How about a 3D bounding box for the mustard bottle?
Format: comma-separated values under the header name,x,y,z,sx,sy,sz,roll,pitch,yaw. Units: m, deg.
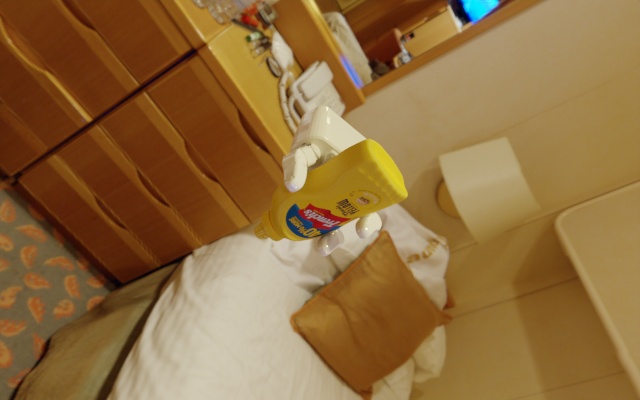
name,x,y,z,sx,sy,sz,roll,pitch,yaw
mustard bottle,0.000,0.002,0.575,0.192,0.058,0.096,-26,-38,21
